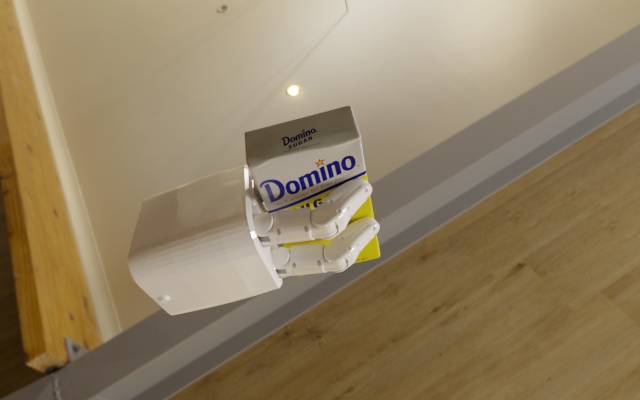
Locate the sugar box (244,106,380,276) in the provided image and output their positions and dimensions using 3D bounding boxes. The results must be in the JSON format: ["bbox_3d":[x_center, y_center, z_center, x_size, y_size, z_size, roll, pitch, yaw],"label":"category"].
[{"bbox_3d":[0.000,0.002,0.441,0.093,0.048,0.176,-14,-37,3],"label":"sugar box"}]
